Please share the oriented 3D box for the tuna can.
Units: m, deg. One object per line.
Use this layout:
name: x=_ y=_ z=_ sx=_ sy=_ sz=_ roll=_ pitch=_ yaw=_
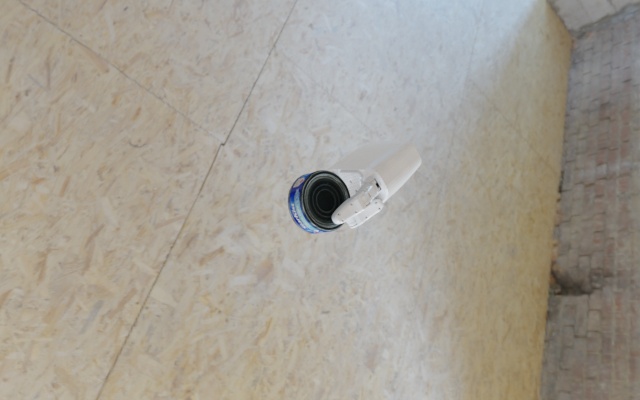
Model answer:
tuna can: x=0.000 y=0.002 z=0.654 sx=0.086 sy=0.086 sz=0.034 roll=0 pitch=-7 yaw=-35
